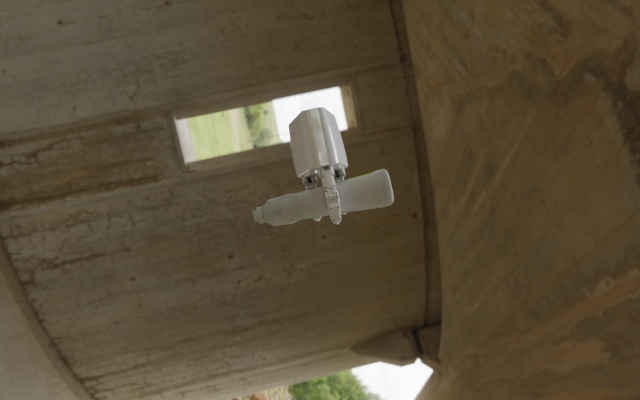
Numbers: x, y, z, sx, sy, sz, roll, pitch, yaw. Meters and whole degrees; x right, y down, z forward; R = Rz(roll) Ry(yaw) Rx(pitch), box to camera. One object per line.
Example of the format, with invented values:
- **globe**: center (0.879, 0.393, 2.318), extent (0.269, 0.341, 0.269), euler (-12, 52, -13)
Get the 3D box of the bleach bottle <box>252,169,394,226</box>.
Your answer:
- **bleach bottle**: center (0.000, 0.003, 0.876), extent (0.251, 0.068, 0.102), euler (-12, -4, -4)
